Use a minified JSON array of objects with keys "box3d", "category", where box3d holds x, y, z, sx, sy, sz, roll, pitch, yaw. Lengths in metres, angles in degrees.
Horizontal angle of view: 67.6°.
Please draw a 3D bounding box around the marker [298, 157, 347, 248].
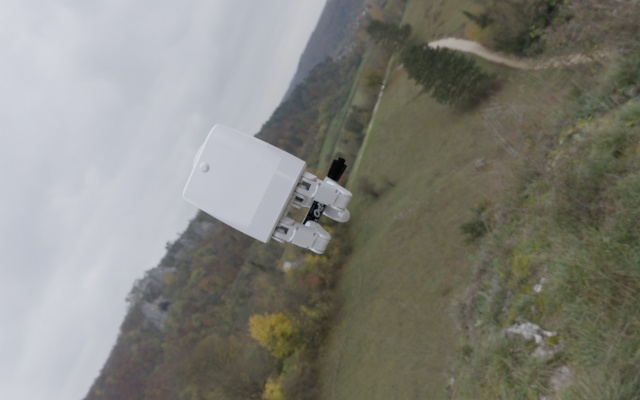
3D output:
[{"box3d":[0.000,0.002,0.592,0.020,0.121,0.020,26,10,-5],"category":"marker"}]
